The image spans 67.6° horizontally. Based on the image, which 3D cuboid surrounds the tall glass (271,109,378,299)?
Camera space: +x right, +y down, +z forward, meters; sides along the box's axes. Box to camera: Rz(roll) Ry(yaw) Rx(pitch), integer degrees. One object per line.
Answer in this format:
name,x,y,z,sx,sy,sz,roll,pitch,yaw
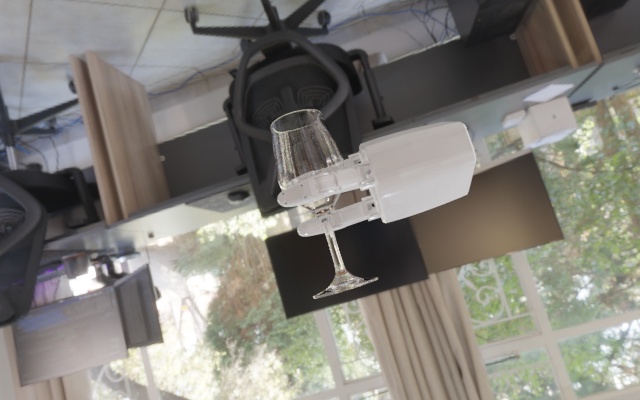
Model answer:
tall glass,0.000,0.002,0.536,0.079,0.201,0.079,-17,-8,-2
